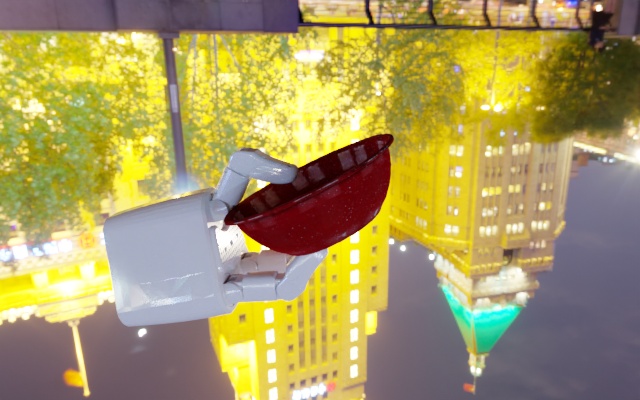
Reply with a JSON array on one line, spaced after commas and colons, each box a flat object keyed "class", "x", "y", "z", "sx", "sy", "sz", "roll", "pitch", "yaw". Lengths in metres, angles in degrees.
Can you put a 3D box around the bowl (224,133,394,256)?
[{"class": "bowl", "x": 0.001, "y": 0.001, "z": 0.416, "sx": 0.162, "sy": 0.055, "sz": 0.162, "roll": -26, "pitch": 11, "yaw": 6}]
